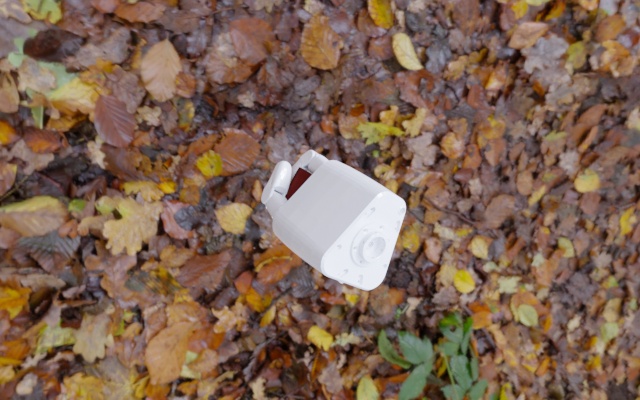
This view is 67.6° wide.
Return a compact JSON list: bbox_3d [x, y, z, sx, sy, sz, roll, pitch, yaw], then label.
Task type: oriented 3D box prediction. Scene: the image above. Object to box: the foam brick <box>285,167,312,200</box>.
[{"bbox_3d":[0.000,0.002,0.601,0.078,0.053,0.051,26,5,-38],"label":"foam brick"}]
